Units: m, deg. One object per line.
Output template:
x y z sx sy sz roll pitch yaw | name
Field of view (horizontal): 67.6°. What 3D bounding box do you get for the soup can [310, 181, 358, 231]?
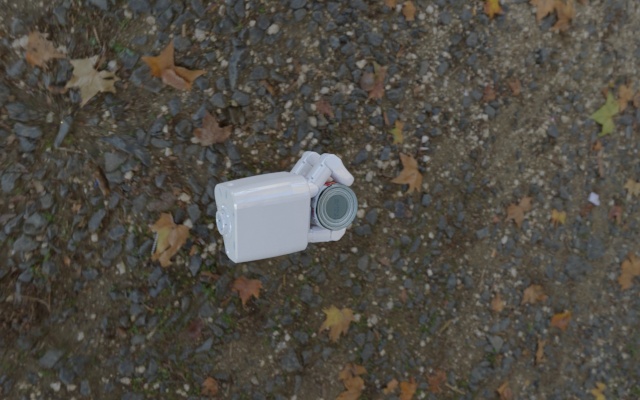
0.001 0.002 0.701 0.068 0.068 0.102 0 8 -28 | soup can
